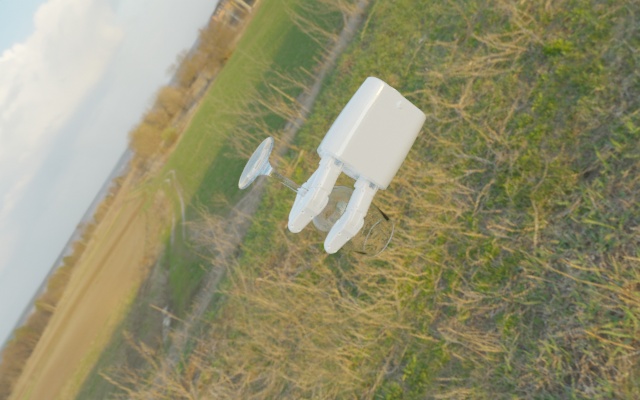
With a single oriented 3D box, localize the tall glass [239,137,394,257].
[{"bbox_3d":[-0.001,0.002,0.615,0.201,0.079,0.079,32,-13,-22],"label":"tall glass"}]
